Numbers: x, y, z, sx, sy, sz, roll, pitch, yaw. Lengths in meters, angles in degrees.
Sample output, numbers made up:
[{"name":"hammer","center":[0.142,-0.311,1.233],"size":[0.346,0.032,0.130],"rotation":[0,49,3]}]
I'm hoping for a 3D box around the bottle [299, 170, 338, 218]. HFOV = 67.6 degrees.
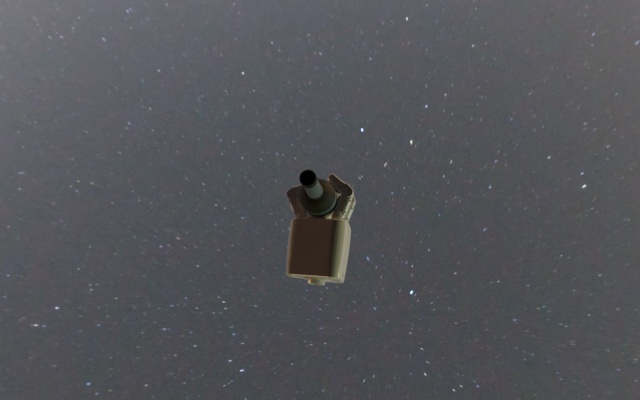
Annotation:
[{"name":"bottle","center":[0.000,0.003,0.892],"size":[0.069,0.069,0.296],"rotation":[0,-15,8]}]
